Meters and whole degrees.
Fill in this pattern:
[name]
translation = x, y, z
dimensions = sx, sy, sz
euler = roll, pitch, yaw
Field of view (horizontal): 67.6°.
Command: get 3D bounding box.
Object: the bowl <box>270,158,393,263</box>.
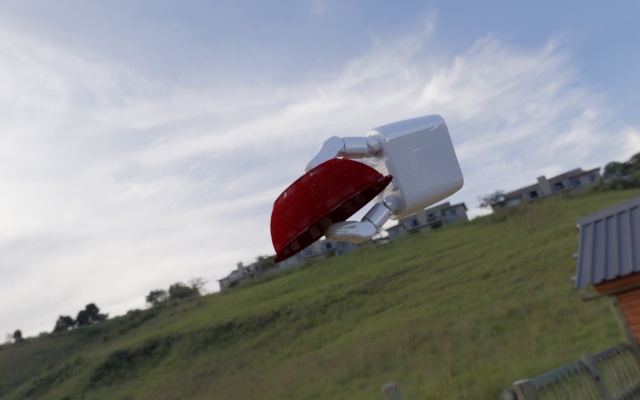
[bowl]
translation = -0.001, 0.002, 0.531
dimensions = 0.162, 0.055, 0.162
euler = -35, -8, -6
